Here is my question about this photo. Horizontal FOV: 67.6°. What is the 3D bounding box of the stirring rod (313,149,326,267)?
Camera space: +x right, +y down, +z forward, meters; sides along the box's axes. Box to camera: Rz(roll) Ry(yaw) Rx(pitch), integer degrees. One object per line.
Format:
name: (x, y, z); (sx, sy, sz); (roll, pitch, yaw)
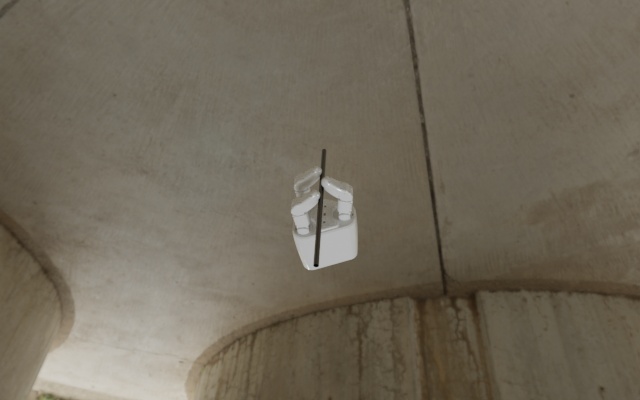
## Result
stirring rod: (0.000, 0.002, 0.754); (0.011, 0.239, 0.011); (2, -42, 2)
